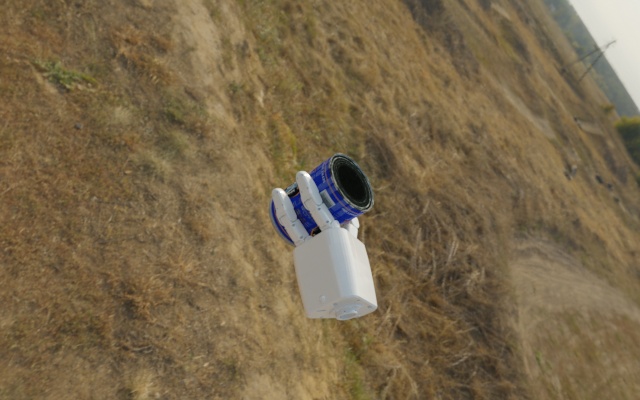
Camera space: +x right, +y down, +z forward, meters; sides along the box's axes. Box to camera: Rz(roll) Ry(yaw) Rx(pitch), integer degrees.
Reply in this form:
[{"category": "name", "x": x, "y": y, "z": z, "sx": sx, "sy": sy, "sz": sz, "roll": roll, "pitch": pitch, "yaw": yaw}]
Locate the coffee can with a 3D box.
[{"category": "coffee can", "x": 0.000, "y": 0.002, "z": 0.773, "sx": 0.140, "sy": 0.102, "sz": 0.103, "roll": -33, "pitch": -19, "yaw": 32}]
